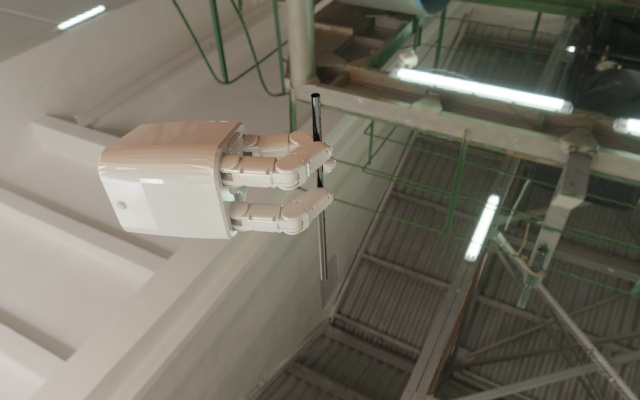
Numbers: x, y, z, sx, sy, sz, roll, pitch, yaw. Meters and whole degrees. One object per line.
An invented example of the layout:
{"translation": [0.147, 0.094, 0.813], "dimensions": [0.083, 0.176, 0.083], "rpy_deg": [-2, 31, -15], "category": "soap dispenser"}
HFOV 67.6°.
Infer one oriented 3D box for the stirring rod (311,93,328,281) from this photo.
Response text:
{"translation": [0.000, 0.001, 0.479], "dimensions": [0.011, 0.240, 0.011], "rpy_deg": [-2, 42, 1], "category": "stirring rod"}
